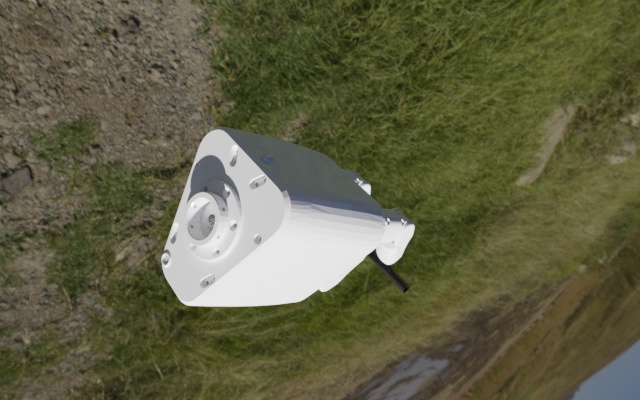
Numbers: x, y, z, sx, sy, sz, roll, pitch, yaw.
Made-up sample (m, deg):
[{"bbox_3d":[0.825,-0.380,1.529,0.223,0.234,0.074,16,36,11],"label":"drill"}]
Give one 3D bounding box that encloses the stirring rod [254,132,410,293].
[{"bbox_3d":[0.000,0.001,0.464,0.011,0.011,0.239,0,38,-50],"label":"stirring rod"}]
